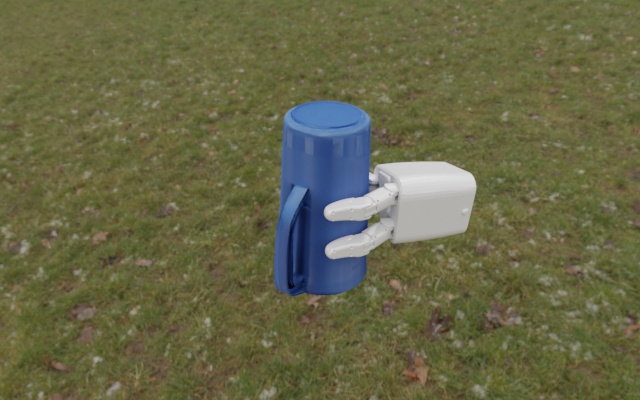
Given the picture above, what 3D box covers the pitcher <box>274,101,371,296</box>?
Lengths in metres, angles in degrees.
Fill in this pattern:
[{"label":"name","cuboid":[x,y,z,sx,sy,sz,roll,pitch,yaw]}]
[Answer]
[{"label":"pitcher","cuboid":[0.000,0.002,0.636,0.145,0.243,0.149,-6,32,-12]}]
